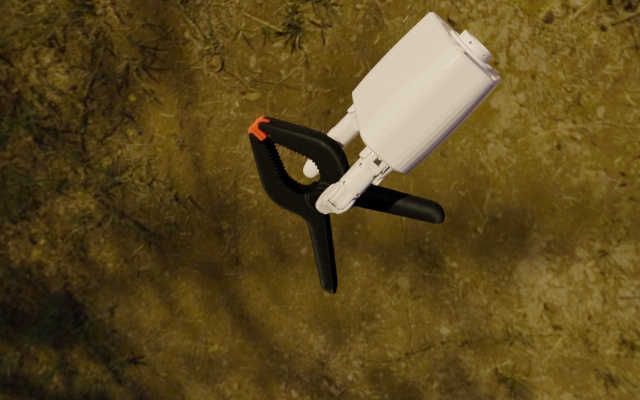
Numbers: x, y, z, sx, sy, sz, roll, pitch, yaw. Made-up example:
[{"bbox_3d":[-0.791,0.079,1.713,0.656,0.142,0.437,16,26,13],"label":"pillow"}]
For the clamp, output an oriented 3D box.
[{"bbox_3d":[0.000,0.002,0.502,0.210,0.165,0.036,39,26,-10],"label":"clamp"}]
